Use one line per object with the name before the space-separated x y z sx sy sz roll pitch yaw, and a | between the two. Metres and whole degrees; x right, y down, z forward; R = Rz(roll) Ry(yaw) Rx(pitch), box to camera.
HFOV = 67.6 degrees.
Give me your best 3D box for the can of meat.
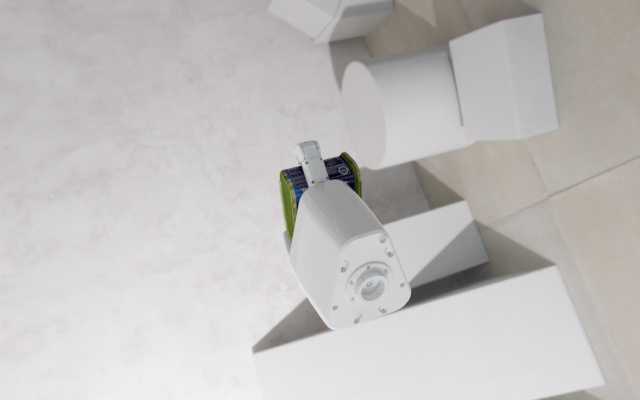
can of meat | 0.000 0.002 0.568 0.084 0.102 0.057 -15 35 -15
